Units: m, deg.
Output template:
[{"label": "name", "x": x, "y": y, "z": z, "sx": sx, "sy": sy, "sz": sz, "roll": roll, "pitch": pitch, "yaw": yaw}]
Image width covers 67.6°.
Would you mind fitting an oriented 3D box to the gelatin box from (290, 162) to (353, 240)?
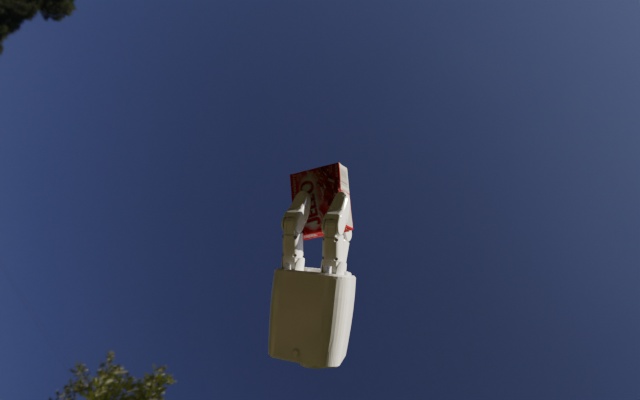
[{"label": "gelatin box", "x": 0.000, "y": 0.002, "z": 0.621, "sx": 0.073, "sy": 0.089, "sz": 0.030, "roll": -13, "pitch": -19, "yaw": 24}]
